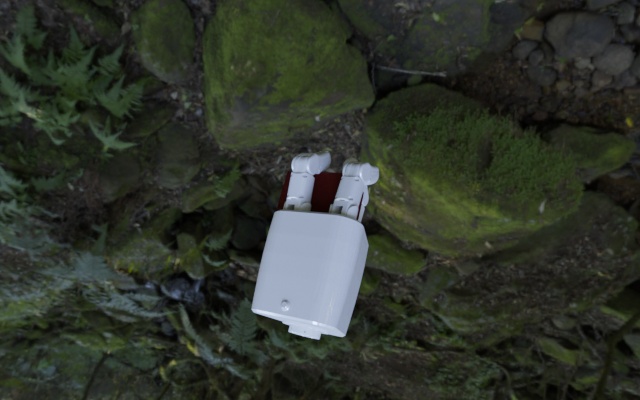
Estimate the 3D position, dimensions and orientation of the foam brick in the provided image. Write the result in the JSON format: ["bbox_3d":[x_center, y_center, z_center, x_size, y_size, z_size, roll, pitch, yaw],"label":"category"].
[{"bbox_3d":[0.000,0.002,0.533,0.078,0.051,0.053,4,-21,30],"label":"foam brick"}]
